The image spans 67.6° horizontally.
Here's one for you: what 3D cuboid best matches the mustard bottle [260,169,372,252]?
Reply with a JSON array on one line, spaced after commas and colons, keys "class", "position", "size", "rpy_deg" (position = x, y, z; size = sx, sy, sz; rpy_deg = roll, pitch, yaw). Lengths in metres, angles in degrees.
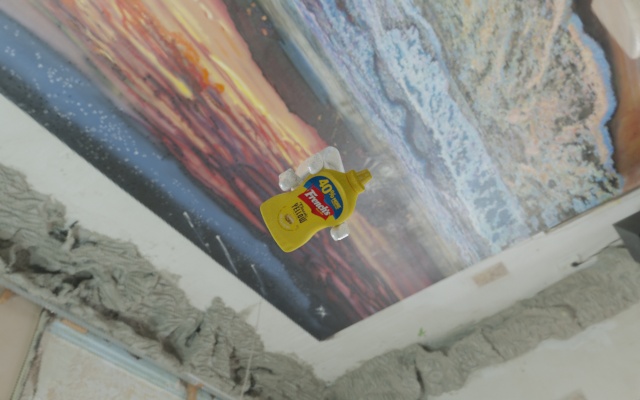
[{"class": "mustard bottle", "position": [0.000, 0.003, 0.797], "size": [0.191, 0.096, 0.058], "rpy_deg": [-30, -5, 15]}]
